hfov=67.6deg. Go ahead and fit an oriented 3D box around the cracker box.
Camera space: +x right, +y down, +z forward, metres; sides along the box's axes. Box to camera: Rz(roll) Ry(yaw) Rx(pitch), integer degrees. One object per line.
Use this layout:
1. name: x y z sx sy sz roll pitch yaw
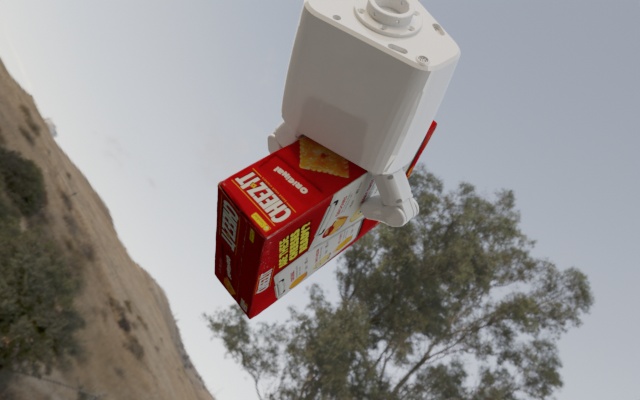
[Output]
1. cracker box: 0.000 0.002 0.472 0.213 0.072 0.164 -33 -22 -31
